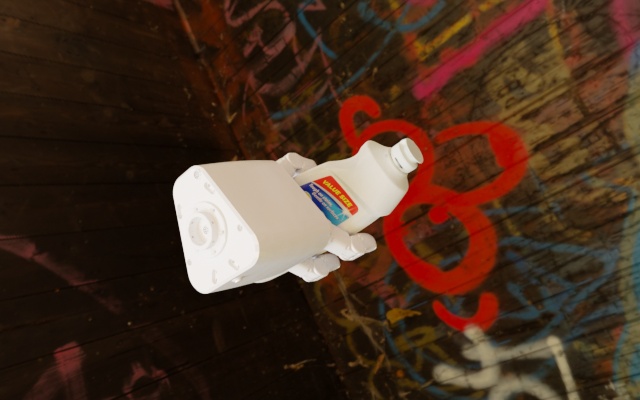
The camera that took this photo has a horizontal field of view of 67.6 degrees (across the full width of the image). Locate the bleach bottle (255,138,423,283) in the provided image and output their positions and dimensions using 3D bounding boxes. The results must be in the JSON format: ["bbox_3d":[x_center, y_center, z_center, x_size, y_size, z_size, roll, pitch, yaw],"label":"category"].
[{"bbox_3d":[0.000,0.002,0.539,0.251,0.102,0.068,-33,-14,31],"label":"bleach bottle"}]
